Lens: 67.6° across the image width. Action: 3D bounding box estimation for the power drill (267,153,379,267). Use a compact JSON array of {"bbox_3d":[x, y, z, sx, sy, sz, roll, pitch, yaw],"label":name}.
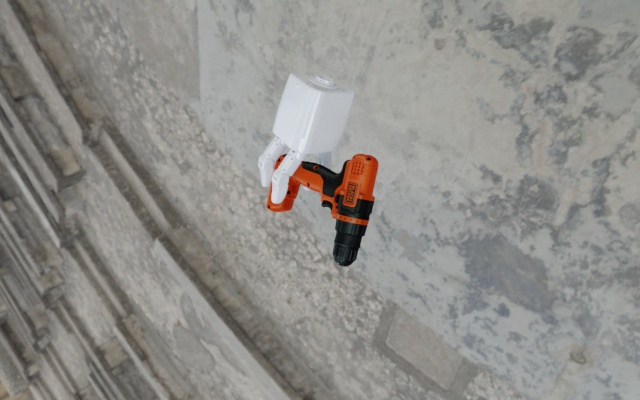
[{"bbox_3d":[0.000,0.002,0.806,0.187,0.184,0.057,14,2,31],"label":"power drill"}]
